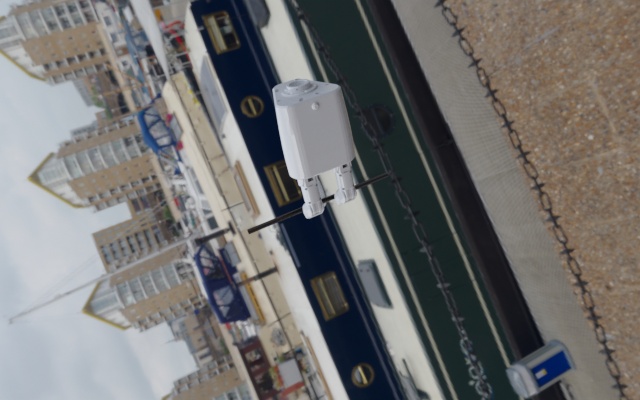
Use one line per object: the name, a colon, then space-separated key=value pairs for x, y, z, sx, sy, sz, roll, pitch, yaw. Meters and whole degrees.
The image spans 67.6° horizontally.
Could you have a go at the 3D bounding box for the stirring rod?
stirring rod: x=0.000 y=0.002 z=0.738 sx=0.239 sy=0.011 sz=0.011 roll=-22 pitch=6 yaw=-16
